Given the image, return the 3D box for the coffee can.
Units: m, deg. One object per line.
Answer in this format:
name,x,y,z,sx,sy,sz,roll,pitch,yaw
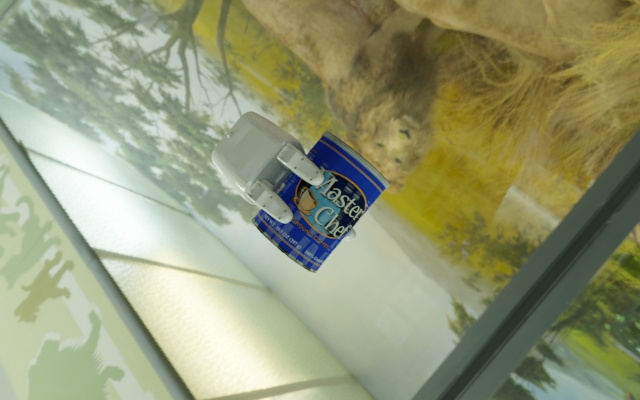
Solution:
coffee can,0.000,0.002,0.582,0.103,0.140,0.103,40,1,-1
